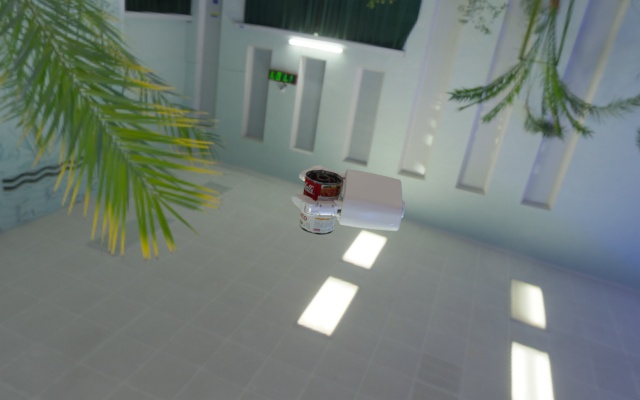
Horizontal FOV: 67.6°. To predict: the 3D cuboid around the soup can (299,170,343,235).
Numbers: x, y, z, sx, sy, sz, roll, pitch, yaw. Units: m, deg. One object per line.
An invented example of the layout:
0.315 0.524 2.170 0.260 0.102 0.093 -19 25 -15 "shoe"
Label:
0.000 0.003 0.874 0.068 0.102 0.068 7 23 -3 "soup can"
